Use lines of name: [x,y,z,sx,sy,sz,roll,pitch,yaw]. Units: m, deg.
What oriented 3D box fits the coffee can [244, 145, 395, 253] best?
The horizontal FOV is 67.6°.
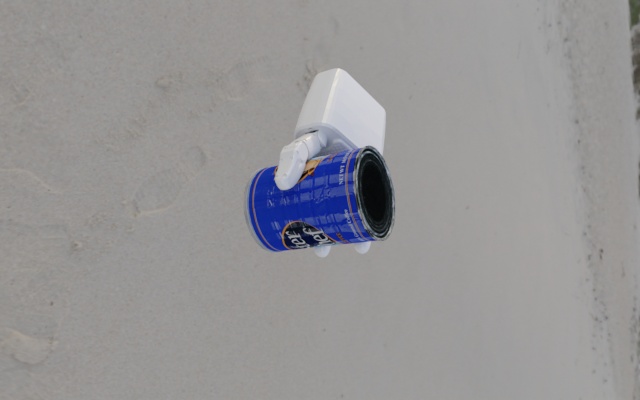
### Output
coffee can: [0.000,0.002,0.538,0.140,0.103,0.103,-9,-5,29]
